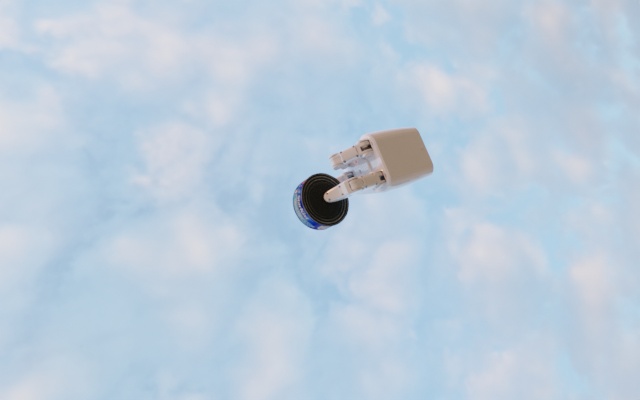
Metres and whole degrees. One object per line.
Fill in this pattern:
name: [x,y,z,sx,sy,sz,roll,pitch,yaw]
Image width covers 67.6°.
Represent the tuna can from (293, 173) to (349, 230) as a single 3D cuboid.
tuna can: [0.000,0.003,0.748,0.086,0.086,0.034,0,-17,-32]
